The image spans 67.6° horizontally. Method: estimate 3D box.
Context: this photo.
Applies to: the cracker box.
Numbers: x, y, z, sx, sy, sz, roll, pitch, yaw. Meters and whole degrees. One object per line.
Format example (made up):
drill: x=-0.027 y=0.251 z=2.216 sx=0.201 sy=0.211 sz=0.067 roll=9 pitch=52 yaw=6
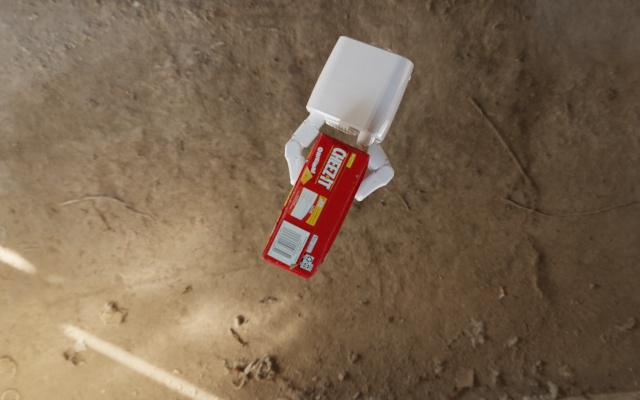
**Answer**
cracker box: x=0.000 y=0.002 z=0.648 sx=0.072 sy=0.164 sz=0.213 roll=25 pitch=4 yaw=1
